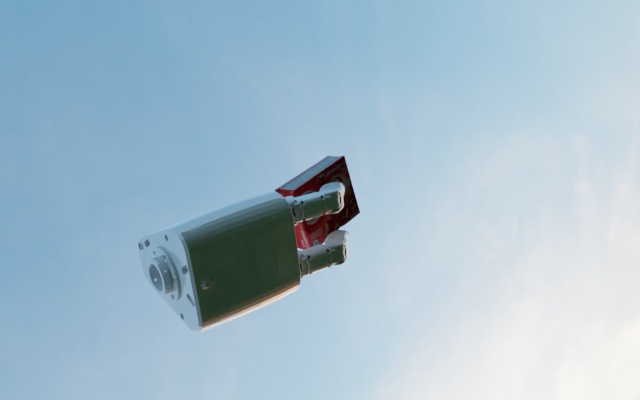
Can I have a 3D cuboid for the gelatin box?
[{"bbox_3d":[0.000,0.002,0.522,0.030,0.073,0.089,6,33,44],"label":"gelatin box"}]
